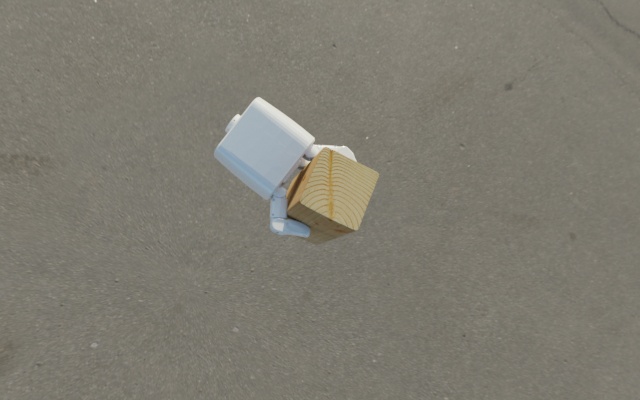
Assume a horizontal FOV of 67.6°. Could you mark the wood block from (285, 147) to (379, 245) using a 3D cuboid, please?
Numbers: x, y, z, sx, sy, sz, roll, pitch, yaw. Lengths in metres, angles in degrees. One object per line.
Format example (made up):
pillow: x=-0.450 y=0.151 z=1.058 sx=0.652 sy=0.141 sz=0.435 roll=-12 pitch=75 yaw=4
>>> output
wood block: x=0.000 y=0.002 z=0.736 sx=0.090 sy=0.090 sz=0.206 roll=26 pitch=-16 yaw=-9
